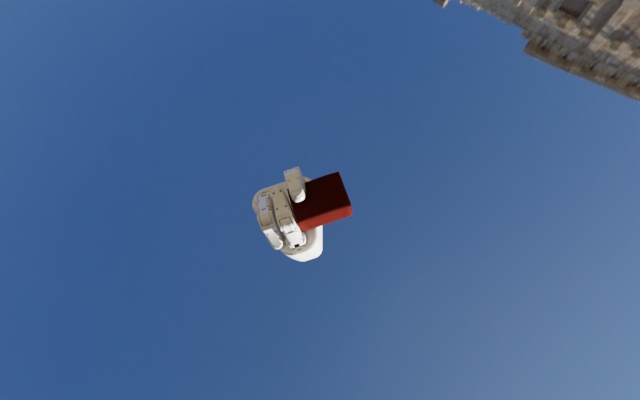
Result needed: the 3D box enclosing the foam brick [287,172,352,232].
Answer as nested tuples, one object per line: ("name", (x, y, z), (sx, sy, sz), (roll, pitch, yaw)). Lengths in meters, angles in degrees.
("foam brick", (0.000, 0.002, 0.662), (0.078, 0.053, 0.051), (-18, -19, 3))
